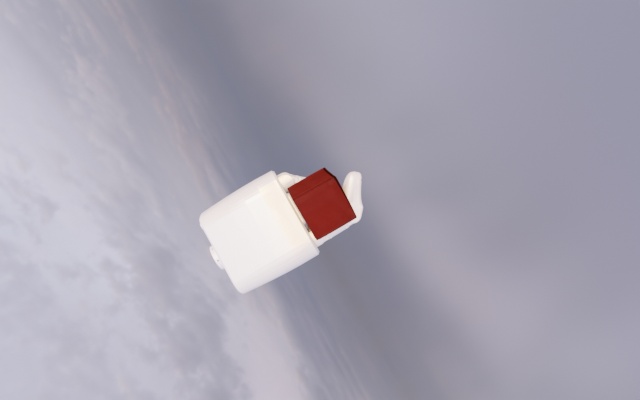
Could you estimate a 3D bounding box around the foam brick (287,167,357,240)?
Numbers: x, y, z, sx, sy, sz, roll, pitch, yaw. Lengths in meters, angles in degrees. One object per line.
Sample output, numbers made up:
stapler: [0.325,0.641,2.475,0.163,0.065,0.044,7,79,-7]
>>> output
foam brick: [0.000,0.002,0.531,0.051,0.053,0.078,-29,13,-2]
